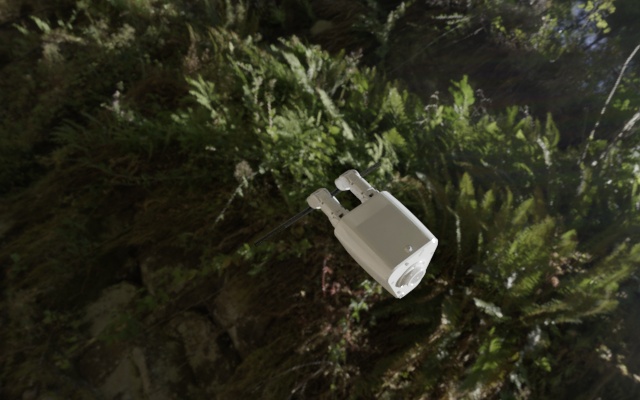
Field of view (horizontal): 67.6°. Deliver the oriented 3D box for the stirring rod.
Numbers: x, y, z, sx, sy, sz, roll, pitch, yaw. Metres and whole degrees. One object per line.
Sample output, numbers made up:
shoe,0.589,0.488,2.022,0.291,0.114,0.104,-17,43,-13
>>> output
stirring rod,0.000,0.003,0.735,0.239,0.011,0.011,-33,12,-19
